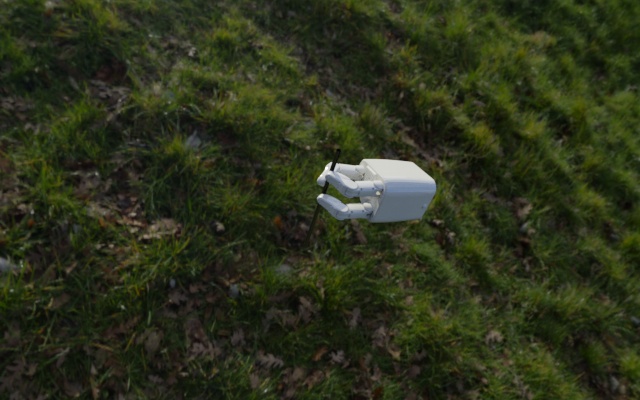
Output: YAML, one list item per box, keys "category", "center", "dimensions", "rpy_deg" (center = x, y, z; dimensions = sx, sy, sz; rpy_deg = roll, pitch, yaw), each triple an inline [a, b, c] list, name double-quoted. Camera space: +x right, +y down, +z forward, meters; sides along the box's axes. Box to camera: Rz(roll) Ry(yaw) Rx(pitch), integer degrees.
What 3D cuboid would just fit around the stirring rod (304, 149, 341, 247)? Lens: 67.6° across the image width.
- category: "stirring rod"
  center: [0.000, 0.003, 0.861]
  dimensions: [0.011, 0.240, 0.011]
  rpy_deg: [11, 42, -10]
